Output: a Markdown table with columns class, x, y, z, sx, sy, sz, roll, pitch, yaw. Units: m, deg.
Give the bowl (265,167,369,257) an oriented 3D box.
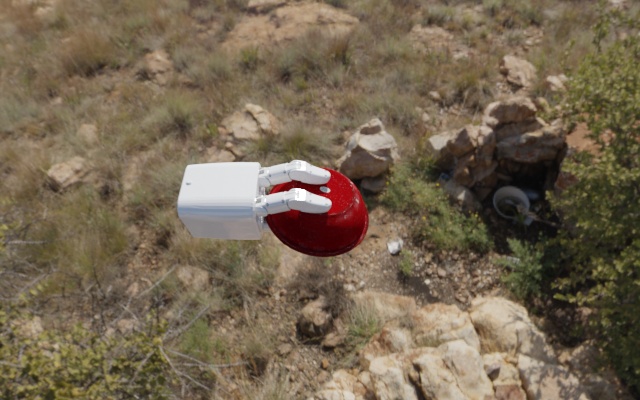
| class | x | y | z | sx | sy | sz | roll | pitch | yaw |
| --- | --- | --- | --- | --- | --- | --- | --- | --- | --- |
| bowl | 0.001 | 0.002 | 0.707 | 0.162 | 0.162 | 0.055 | 0 | -40 | -14 |
